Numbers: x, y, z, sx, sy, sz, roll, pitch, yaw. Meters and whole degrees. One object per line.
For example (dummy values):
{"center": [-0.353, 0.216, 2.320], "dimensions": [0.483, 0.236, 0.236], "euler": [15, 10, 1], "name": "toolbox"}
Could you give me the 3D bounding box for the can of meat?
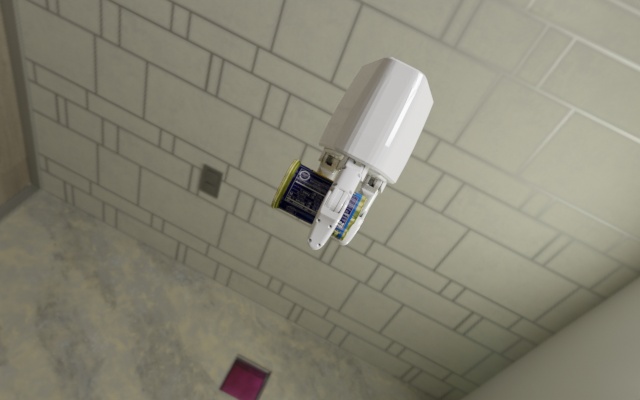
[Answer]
{"center": [0.000, 0.002, 0.521], "dimensions": [0.084, 0.057, 0.102], "euler": [27, 0, 2], "name": "can of meat"}
